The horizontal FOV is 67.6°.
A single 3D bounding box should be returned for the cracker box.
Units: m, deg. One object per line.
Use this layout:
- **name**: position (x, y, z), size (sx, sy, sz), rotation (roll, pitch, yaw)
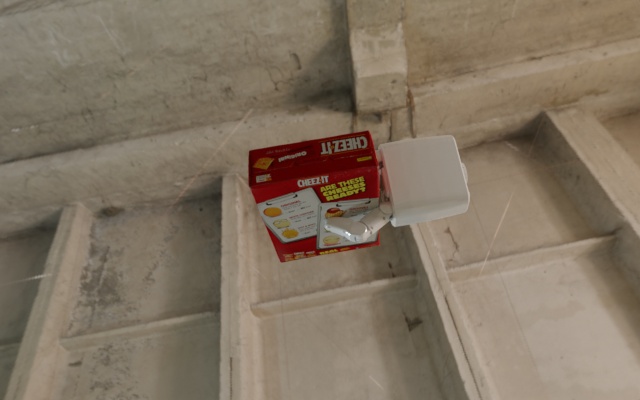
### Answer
- **cracker box**: position (0.000, 0.002, 0.688), size (0.164, 0.072, 0.214), rotation (-10, -34, 1)
